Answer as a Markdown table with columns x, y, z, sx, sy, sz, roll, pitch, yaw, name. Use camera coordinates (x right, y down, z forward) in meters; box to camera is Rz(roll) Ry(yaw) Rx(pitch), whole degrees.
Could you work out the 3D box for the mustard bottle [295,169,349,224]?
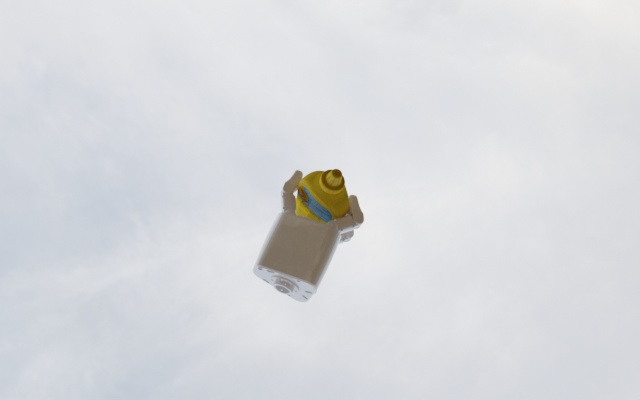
| x | y | z | sx | sy | sz | roll | pitch | yaw | name |
| --- | --- | --- | --- | --- | --- | --- | --- | --- | --- |
| 0.000 | 0.003 | 0.823 | 0.058 | 0.096 | 0.192 | -37 | -12 | -30 | mustard bottle |
